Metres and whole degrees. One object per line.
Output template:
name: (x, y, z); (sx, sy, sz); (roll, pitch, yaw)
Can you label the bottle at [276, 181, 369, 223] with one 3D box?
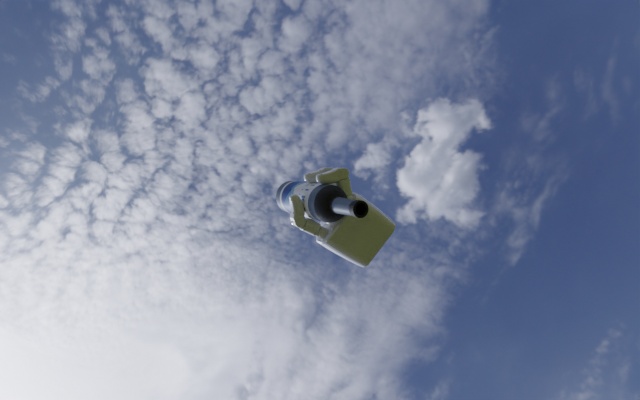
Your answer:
bottle: (0.000, 0.003, 0.861); (0.069, 0.069, 0.295); (0, 4, -25)
